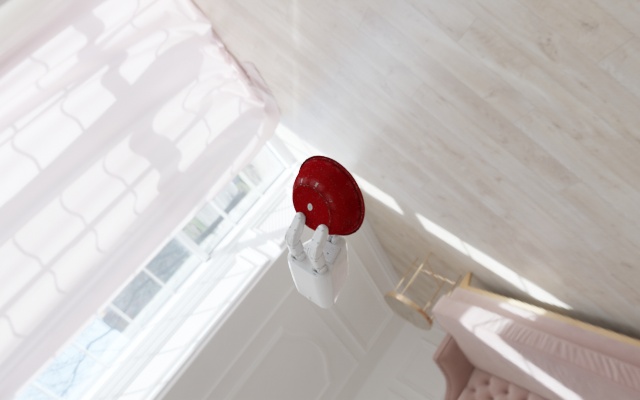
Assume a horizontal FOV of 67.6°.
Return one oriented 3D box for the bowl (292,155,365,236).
[{"bbox_3d":[0.000,0.002,0.856,0.162,0.162,0.055,0,24,46],"label":"bowl"}]
